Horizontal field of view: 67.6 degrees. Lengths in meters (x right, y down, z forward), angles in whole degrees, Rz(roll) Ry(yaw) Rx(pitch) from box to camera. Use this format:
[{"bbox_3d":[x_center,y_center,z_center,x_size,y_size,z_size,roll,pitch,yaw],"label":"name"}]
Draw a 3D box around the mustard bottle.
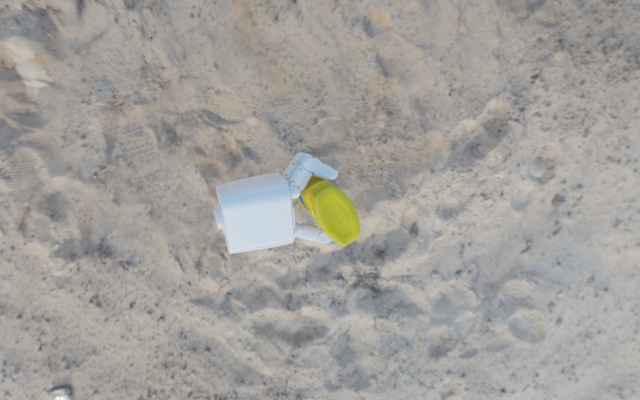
[{"bbox_3d":[0.001,0.002,0.774,0.058,0.096,0.191,-34,20,-6],"label":"mustard bottle"}]
